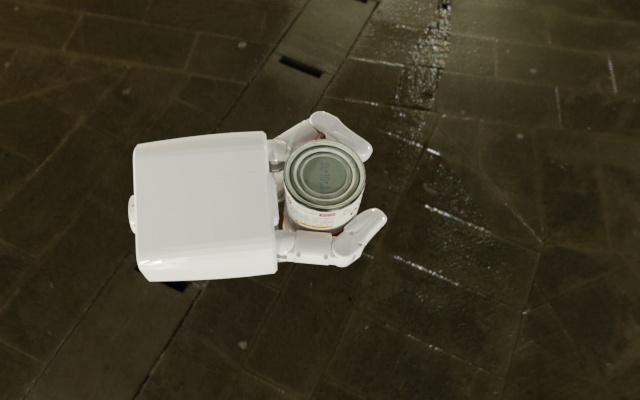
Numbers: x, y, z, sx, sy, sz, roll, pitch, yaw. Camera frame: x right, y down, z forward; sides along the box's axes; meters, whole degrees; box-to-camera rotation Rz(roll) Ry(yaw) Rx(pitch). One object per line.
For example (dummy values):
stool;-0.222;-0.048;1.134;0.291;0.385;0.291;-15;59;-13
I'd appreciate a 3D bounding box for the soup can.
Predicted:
soup can;0.001;0.001;0.419;0.068;0.068;0.102;0;-28;-4
